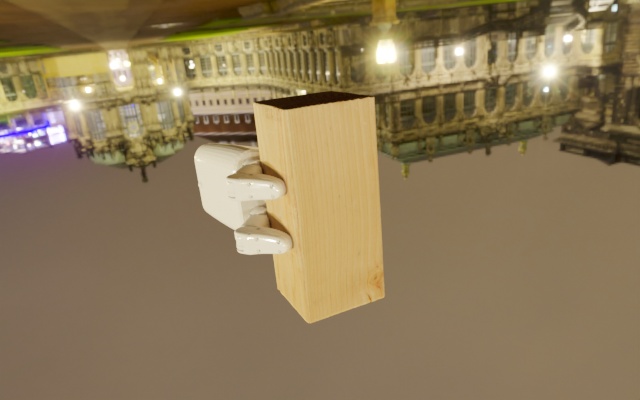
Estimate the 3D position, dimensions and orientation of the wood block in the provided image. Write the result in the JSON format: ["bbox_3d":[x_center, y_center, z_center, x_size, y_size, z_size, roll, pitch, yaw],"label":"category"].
[{"bbox_3d":[0.000,0.002,0.481,0.091,0.206,0.090,-14,21,-23],"label":"wood block"}]
